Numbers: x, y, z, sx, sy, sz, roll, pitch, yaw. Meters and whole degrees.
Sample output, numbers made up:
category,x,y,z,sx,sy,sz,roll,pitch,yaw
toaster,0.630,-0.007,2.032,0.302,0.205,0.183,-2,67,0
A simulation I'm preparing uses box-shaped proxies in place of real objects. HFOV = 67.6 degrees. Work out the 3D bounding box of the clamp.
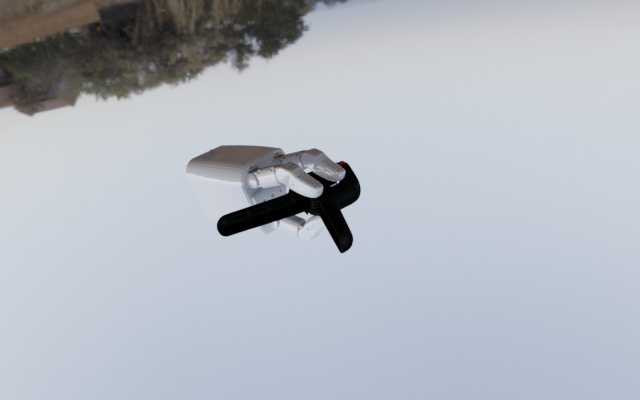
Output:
category,x,y,z,sx,sy,sz,roll,pitch,yaw
clamp,0.000,0.002,0.587,0.164,0.036,0.210,10,29,30
